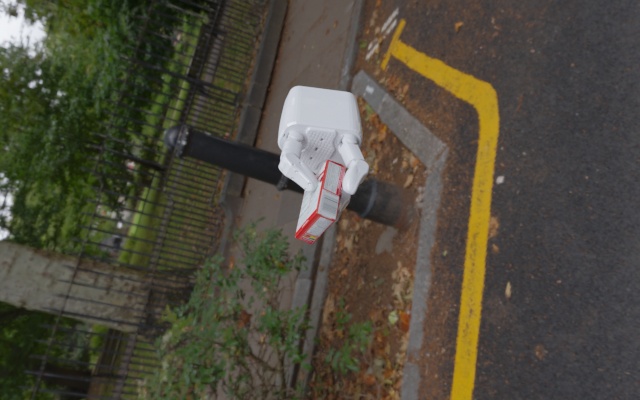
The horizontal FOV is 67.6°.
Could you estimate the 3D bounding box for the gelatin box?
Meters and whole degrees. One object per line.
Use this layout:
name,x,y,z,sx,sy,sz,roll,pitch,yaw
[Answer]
gelatin box,0.000,0.002,0.623,0.030,0.089,0.073,22,-37,-15
